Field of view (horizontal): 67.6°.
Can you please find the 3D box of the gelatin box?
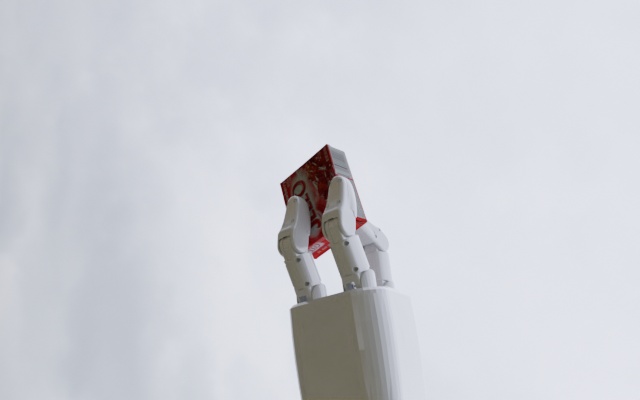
[{"bbox_3d":[0.000,0.001,0.467,0.030,0.089,0.073,19,-45,-42],"label":"gelatin box"}]
